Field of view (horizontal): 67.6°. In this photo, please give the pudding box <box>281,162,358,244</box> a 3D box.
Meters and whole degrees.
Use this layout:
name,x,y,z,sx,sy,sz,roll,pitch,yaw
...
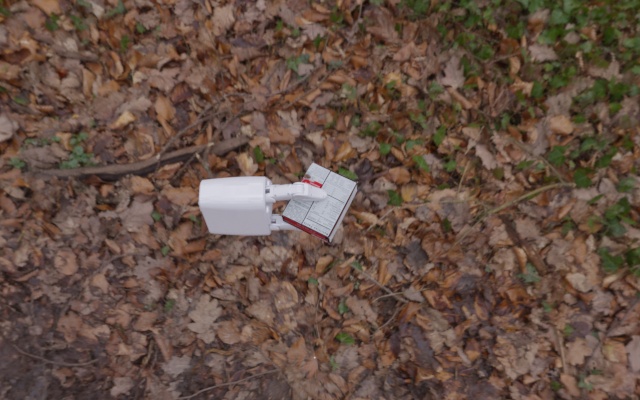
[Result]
name,x,y,z,sx,sy,sz,roll,pitch,yaw
pudding box,0.000,0.003,0.798,0.090,0.113,0.039,26,-15,10
